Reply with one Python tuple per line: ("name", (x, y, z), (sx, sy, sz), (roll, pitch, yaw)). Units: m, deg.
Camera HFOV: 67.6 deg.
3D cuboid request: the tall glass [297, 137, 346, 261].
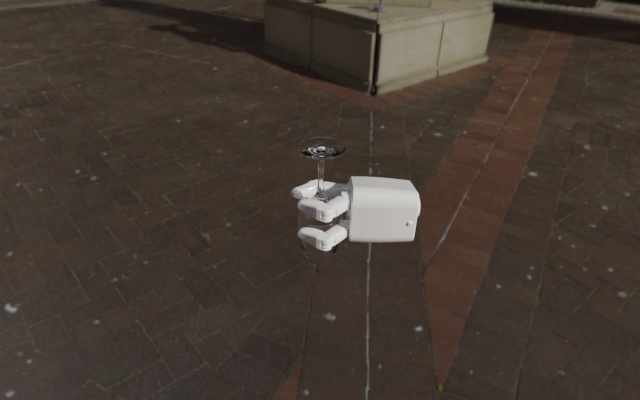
("tall glass", (0.000, 0.002, 0.783), (0.079, 0.201, 0.079), (1, 33, -1))
